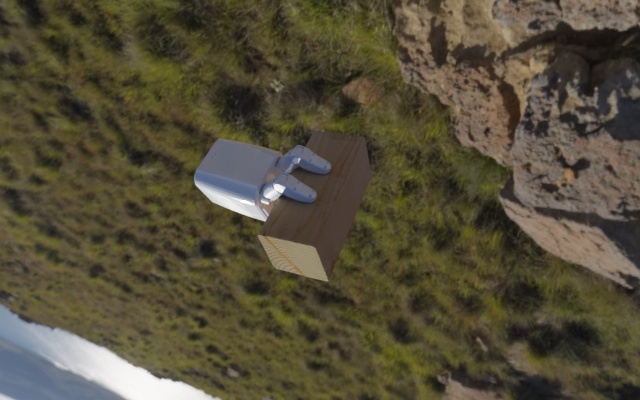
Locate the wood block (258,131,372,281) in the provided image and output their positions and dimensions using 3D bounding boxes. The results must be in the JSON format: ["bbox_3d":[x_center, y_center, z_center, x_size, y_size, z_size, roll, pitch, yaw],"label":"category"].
[{"bbox_3d":[0.000,0.003,0.713,0.090,0.206,0.091,10,-36,22],"label":"wood block"}]
